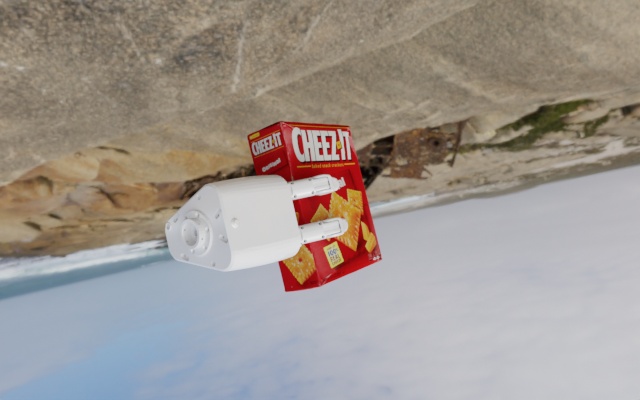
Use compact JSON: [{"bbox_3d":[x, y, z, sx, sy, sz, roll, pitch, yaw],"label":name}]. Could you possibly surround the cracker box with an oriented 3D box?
[{"bbox_3d":[0.000,0.002,0.666,0.072,0.213,0.164,-16,-4,36],"label":"cracker box"}]
